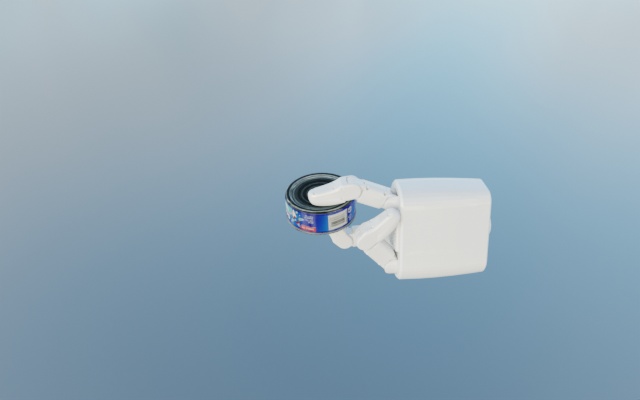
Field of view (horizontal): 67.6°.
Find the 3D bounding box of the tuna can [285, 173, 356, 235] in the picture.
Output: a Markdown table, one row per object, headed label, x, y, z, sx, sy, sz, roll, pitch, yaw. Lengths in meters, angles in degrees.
| label | x | y | z | sx | sy | sz | roll | pitch | yaw |
| --- | --- | --- | --- | --- | --- | --- | --- | --- | --- |
| tuna can | 0.000 | 0.001 | 0.578 | 0.086 | 0.034 | 0.086 | -2 | 36 | 2 |
